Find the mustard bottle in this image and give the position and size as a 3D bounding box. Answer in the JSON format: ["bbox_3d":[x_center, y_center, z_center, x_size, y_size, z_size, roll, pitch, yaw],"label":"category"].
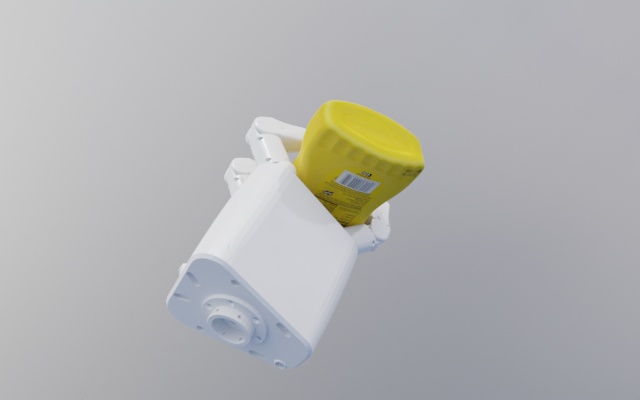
[{"bbox_3d":[0.000,0.001,0.434,0.096,0.058,0.192,18,-44,-23],"label":"mustard bottle"}]
